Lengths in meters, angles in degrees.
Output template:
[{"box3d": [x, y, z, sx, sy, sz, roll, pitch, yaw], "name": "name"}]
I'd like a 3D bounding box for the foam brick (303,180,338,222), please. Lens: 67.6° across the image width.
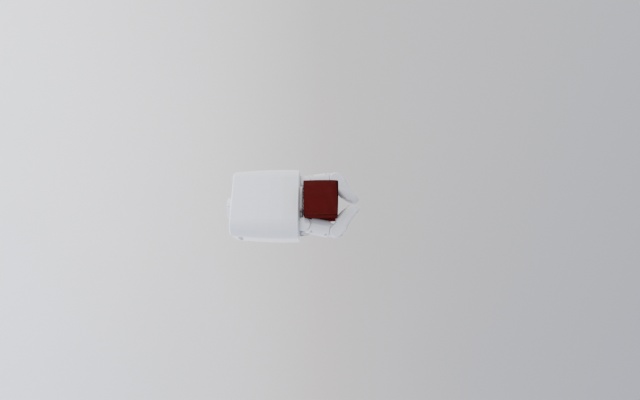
[{"box3d": [0.000, 0.002, 0.721, 0.051, 0.053, 0.078, 1, -11, 0], "name": "foam brick"}]
